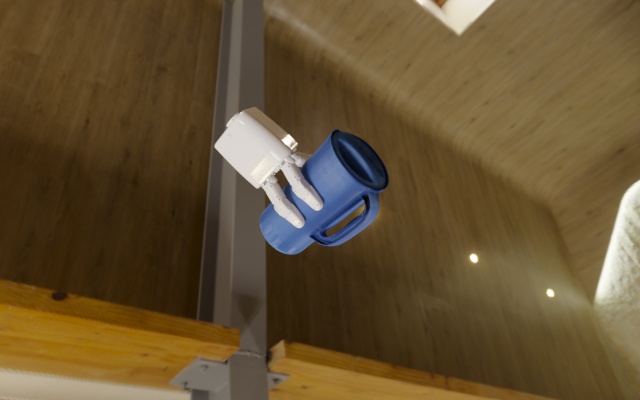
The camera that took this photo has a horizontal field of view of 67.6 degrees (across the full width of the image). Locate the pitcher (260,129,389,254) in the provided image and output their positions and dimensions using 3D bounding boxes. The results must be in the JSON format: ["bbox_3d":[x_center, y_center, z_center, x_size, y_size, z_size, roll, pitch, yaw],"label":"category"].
[{"bbox_3d":[0.000,0.003,0.864,0.243,0.145,0.149,-43,10,32],"label":"pitcher"}]
